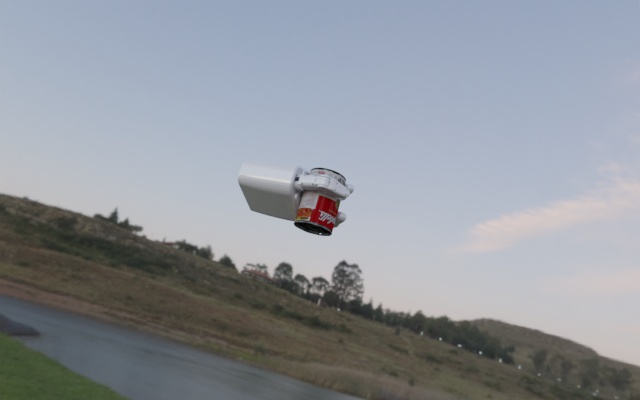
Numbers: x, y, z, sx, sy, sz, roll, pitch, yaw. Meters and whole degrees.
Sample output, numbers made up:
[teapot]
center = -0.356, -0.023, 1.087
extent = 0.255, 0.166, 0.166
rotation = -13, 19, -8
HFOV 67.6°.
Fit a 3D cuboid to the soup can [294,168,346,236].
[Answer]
[soup can]
center = 0.001, 0.002, 0.826
extent = 0.068, 0.102, 0.068
rotation = 15, -18, 5
